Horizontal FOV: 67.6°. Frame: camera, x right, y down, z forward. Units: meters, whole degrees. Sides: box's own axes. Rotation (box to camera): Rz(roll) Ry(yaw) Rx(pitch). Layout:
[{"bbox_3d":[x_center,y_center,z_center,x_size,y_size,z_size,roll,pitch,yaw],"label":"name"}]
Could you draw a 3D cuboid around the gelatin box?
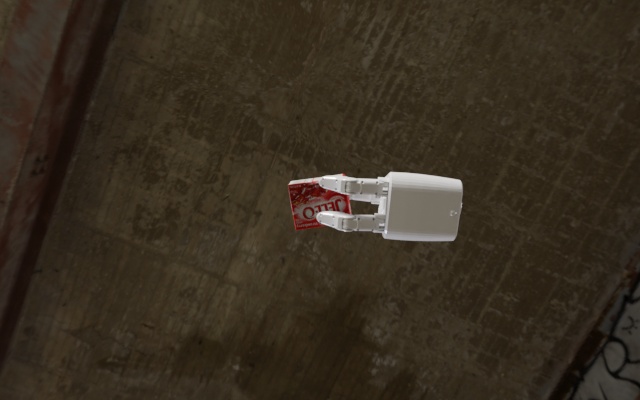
[{"bbox_3d":[0.000,0.002,0.732,0.089,0.073,0.030,-8,12,8],"label":"gelatin box"}]
